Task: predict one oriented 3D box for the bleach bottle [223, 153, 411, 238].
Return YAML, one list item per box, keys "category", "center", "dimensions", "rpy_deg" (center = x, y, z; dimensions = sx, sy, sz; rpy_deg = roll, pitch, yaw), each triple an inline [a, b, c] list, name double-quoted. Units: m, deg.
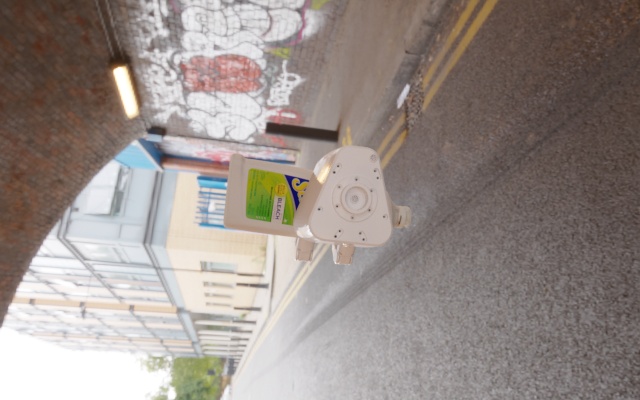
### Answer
- category: "bleach bottle"
  center: [0.000, 0.002, 0.647]
  dimensions: [0.251, 0.102, 0.068]
  rpy_deg: [6, -3, -10]
